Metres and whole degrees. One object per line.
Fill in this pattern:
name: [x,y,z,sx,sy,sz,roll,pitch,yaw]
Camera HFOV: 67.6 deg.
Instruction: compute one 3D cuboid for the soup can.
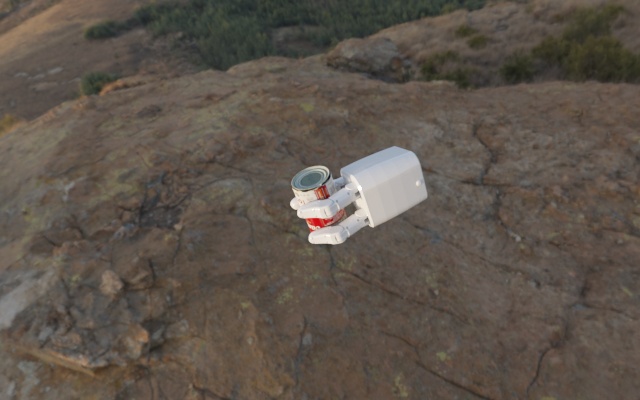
soup can: [0.000,0.003,0.783,0.068,0.102,0.068,-15,34,10]
